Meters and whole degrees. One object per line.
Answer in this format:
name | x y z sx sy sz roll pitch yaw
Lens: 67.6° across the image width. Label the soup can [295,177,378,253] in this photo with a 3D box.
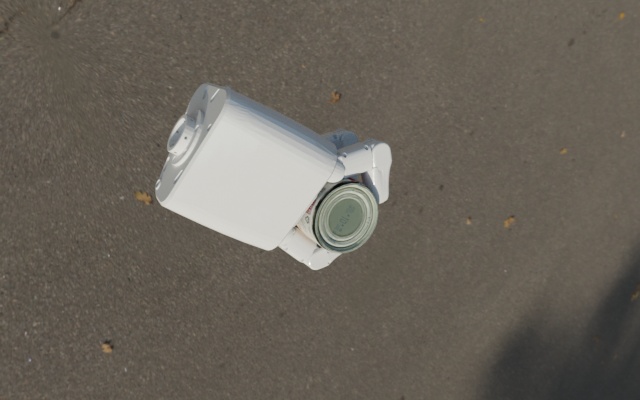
soup can | 0.001 0.002 0.457 0.068 0.068 0.102 0 16 -29
